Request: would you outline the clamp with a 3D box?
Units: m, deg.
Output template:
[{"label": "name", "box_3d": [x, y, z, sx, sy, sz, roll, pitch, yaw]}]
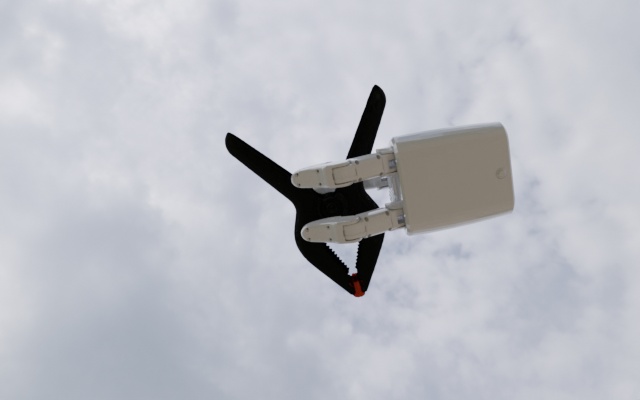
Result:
[{"label": "clamp", "box_3d": [0.000, 0.002, 0.490, 0.164, 0.210, 0.036, -10, 12, 4]}]
